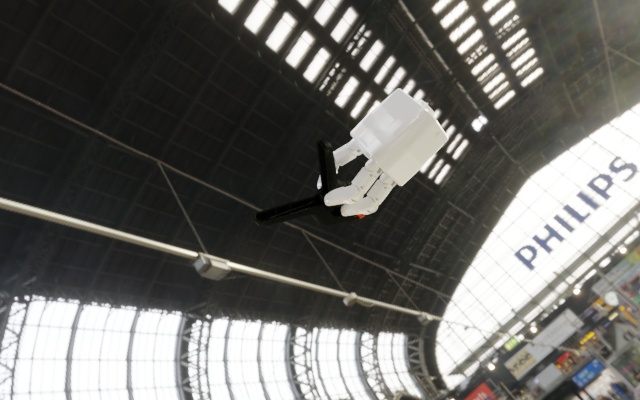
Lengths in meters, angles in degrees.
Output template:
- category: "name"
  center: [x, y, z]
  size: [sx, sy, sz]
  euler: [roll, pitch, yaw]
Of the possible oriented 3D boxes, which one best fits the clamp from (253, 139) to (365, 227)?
- category: "clamp"
  center: [0.000, 0.002, 0.767]
  size: [0.210, 0.164, 0.036]
  euler: [32, 18, -54]
